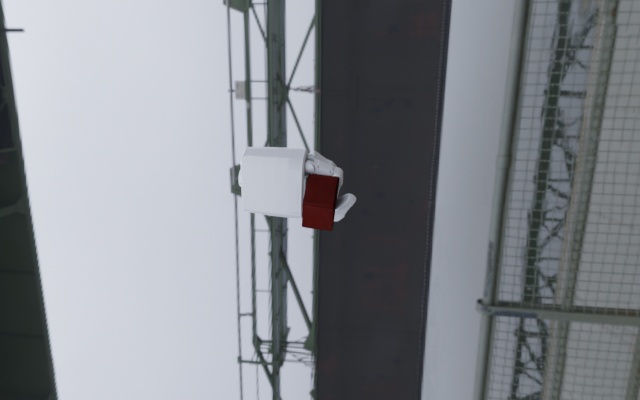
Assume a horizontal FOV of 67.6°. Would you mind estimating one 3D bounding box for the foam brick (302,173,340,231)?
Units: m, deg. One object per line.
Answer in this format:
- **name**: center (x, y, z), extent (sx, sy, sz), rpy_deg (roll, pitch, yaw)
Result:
- **foam brick**: center (0.000, 0.003, 0.770), extent (0.051, 0.053, 0.078), rpy_deg (7, 43, 2)
